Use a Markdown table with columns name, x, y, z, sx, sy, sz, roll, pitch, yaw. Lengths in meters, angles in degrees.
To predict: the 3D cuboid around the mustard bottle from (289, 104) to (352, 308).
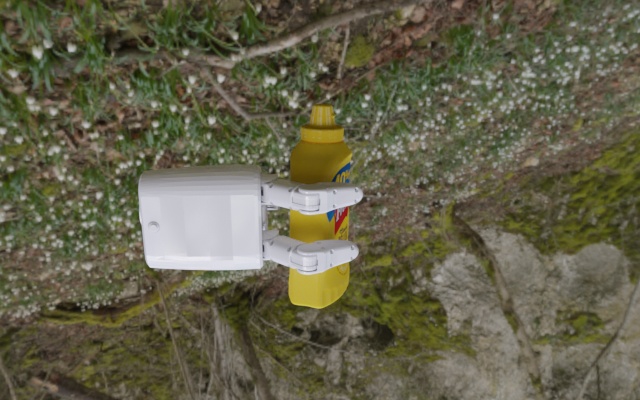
| name | x | y | z | sx | sy | sz | roll | pitch | yaw |
| --- | --- | --- | --- | --- | --- | --- | --- | --- | --- |
| mustard bottle | 0.000 | 0.002 | 0.476 | 0.058 | 0.192 | 0.096 | 6 | 17 | 18 |
